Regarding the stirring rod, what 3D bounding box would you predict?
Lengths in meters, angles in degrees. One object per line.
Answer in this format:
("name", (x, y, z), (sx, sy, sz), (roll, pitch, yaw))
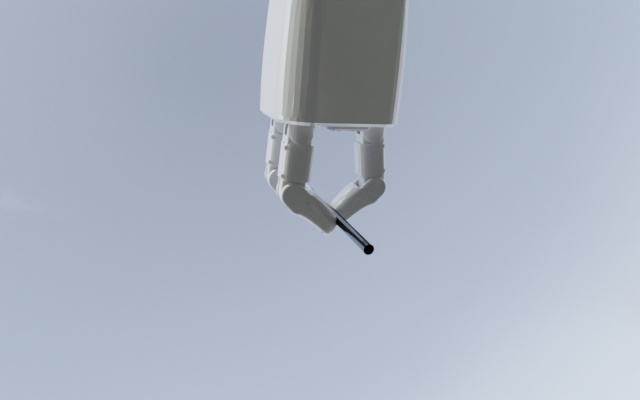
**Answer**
("stirring rod", (0.000, 0.001, 0.444), (0.011, 0.011, 0.239), (0, 16, -17))
